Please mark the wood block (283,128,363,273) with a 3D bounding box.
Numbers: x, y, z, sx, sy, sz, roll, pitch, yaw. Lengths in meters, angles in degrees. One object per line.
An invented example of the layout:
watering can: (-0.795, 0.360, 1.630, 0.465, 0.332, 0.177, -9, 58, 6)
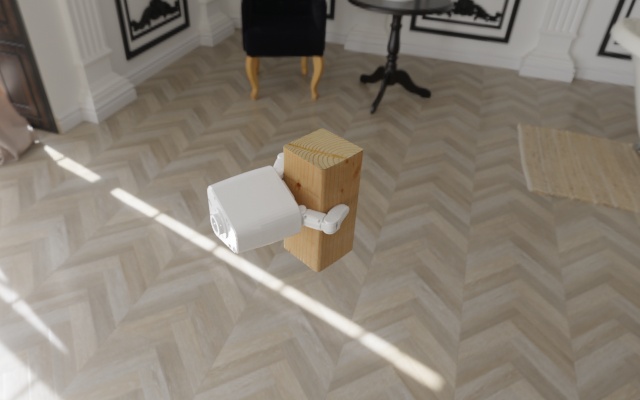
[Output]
wood block: (0.000, 0.003, 0.781, 0.090, 0.206, 0.090, -29, 48, -35)
